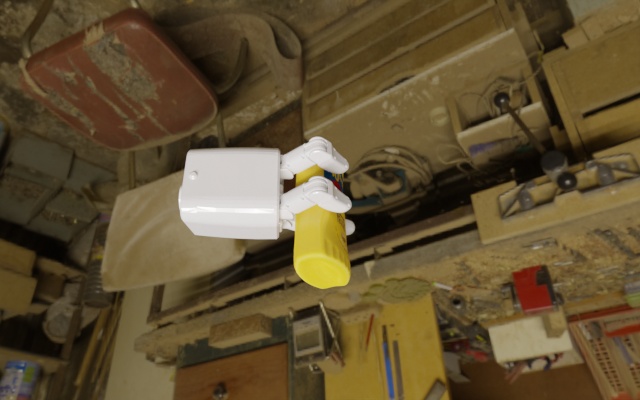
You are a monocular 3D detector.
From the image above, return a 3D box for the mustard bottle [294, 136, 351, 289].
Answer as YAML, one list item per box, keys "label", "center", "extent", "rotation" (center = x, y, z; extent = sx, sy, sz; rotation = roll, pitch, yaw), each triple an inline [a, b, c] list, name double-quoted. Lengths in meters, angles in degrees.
- label: "mustard bottle"
  center: [0.000, 0.002, 0.579]
  extent: [0.058, 0.191, 0.096]
  rotation: [-12, -34, 16]
